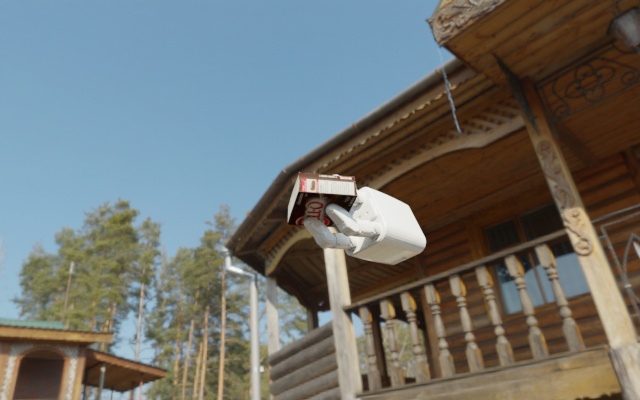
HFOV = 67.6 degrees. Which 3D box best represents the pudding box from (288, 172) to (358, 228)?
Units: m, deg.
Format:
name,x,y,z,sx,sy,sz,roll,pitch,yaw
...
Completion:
name,x,y,z,sx,sy,sz,roll,pitch,yaw
pudding box,0.000,0.002,0.744,0.090,0.039,0.114,3,-31,-11
